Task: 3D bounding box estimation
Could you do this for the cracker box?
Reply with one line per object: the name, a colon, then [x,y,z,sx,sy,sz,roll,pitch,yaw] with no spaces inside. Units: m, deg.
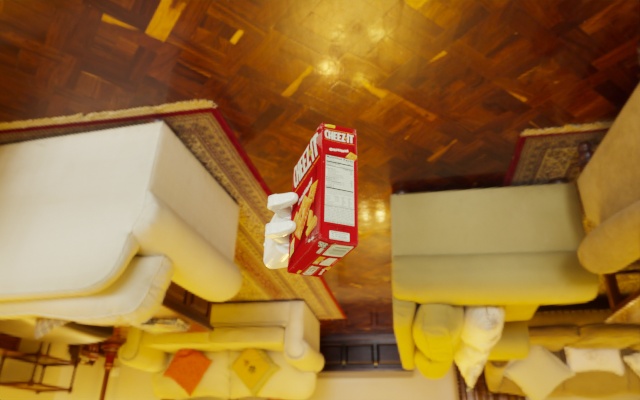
cracker box: [0.000,0.003,0.812,0.072,0.213,0.164,10,-29,-18]
